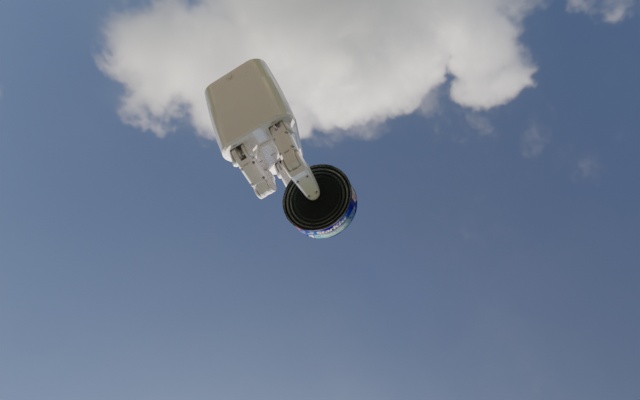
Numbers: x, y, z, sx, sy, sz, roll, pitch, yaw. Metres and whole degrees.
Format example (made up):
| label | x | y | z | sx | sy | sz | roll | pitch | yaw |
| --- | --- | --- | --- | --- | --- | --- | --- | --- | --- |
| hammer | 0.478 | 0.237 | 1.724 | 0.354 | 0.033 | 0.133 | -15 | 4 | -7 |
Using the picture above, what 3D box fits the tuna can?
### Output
| label | x | y | z | sx | sy | sz | roll | pitch | yaw |
| --- | --- | --- | --- | --- | --- | --- | --- | --- | --- |
| tuna can | 0.000 | 0.002 | 0.573 | 0.086 | 0.086 | 0.034 | 0 | -24 | 21 |
